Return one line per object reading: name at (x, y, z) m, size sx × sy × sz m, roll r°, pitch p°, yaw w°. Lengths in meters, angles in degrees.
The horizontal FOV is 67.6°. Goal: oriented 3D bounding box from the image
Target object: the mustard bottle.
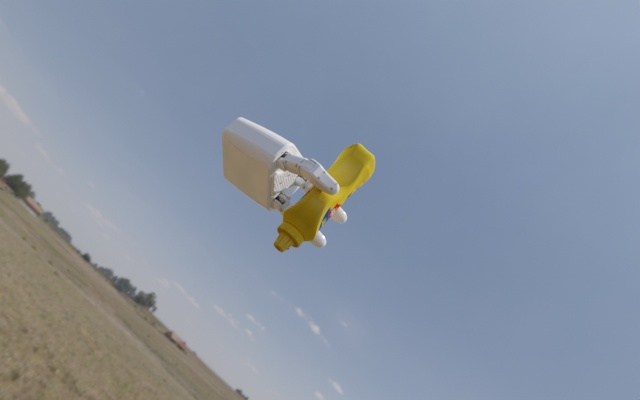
mustard bottle at (0.001, 0.002, 0.703) m, size 0.191 × 0.058 × 0.096 m, roll -46°, pitch -3°, yaw -24°
